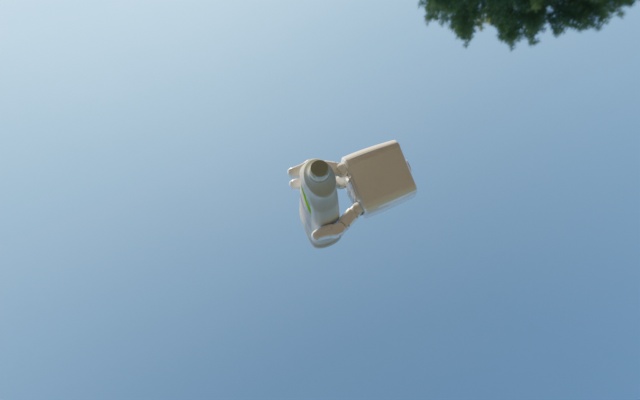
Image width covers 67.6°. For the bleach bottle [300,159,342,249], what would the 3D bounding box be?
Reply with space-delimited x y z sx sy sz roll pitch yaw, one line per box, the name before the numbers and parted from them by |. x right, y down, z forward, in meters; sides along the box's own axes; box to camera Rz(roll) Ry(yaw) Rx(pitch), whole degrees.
bleach bottle | 0.000 0.003 0.839 0.068 0.102 0.251 -21 -19 -9
